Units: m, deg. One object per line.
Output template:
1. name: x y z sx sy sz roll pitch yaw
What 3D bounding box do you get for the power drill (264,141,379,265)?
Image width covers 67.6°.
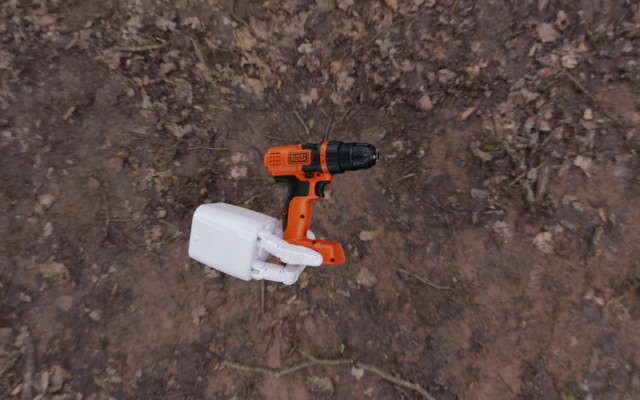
1. power drill: 0.000 0.003 0.733 0.184 0.187 0.057 -1 -4 24
